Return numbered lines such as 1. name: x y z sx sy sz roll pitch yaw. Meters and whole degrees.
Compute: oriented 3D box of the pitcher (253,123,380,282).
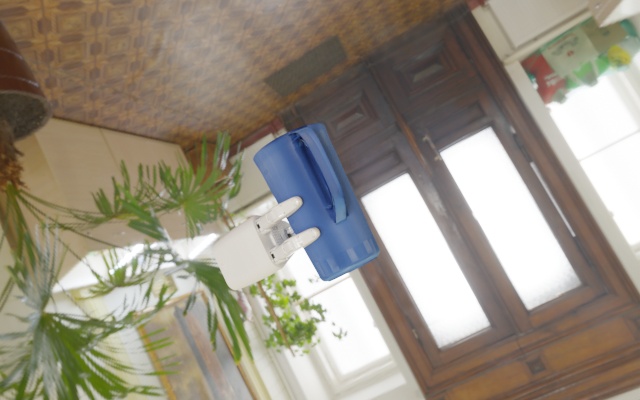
1. pitcher: 0.000 0.003 0.779 0.145 0.243 0.149 -30 -8 25
